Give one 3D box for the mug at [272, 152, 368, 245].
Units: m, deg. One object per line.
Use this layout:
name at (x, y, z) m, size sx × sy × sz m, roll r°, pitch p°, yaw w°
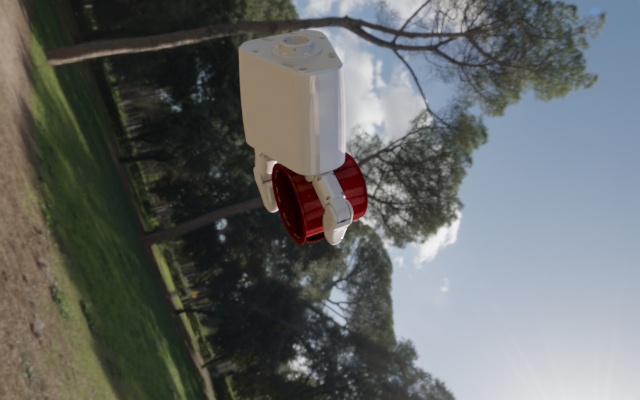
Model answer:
mug at (0.000, 0.003, 0.543) m, size 0.081 × 0.117 × 0.093 m, roll -18°, pitch 43°, yaw -19°
